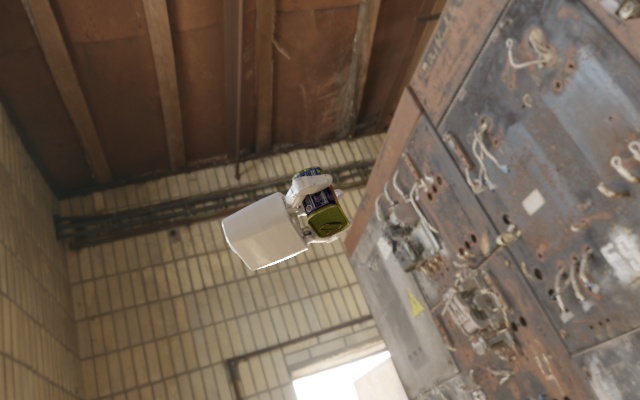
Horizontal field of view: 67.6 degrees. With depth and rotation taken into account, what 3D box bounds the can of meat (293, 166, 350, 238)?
[{"bbox_3d":[0.000,0.002,0.781,0.057,0.084,0.102,-25,-27,5],"label":"can of meat"}]
